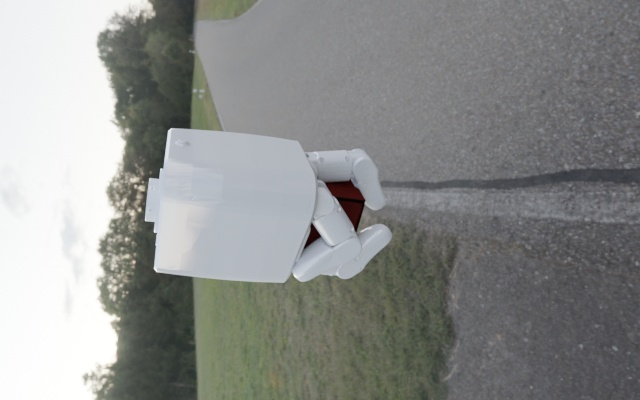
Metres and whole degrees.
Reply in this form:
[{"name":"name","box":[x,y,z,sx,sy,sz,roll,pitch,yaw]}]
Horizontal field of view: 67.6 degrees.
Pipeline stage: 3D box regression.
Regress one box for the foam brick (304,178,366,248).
[{"name":"foam brick","box":[0.000,0.001,0.429,0.051,0.053,0.078,6,27,-17]}]
